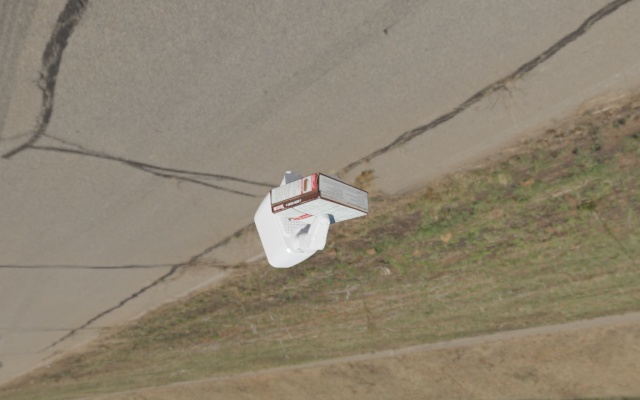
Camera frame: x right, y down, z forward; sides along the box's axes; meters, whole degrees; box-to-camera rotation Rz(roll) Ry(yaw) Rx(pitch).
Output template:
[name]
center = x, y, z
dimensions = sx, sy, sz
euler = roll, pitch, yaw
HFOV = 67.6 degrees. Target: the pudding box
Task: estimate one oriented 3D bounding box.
[pudding box]
center = 0.000, 0.002, 0.661
dimensions = 0.090, 0.039, 0.113
euler = -19, -23, 36
